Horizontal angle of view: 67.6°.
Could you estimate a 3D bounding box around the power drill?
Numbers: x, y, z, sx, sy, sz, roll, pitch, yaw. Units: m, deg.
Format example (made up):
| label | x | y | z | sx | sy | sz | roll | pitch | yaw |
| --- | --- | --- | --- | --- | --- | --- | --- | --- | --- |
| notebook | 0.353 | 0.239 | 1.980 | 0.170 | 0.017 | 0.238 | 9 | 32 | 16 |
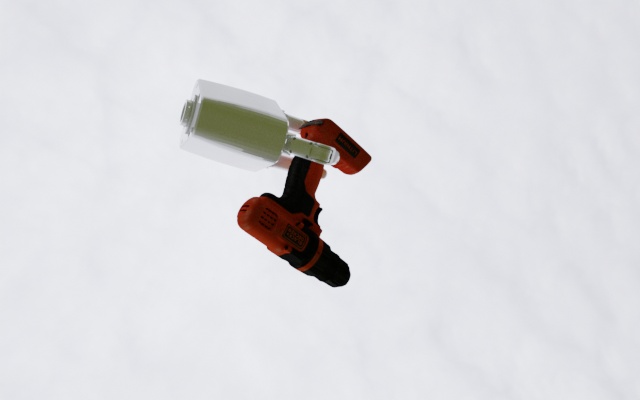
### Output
| label | x | y | z | sx | sy | sz | roll | pitch | yaw |
| --- | --- | --- | --- | --- | --- | --- | --- | --- | --- |
| power drill | 0.000 | 0.002 | 0.629 | 0.184 | 0.187 | 0.057 | 39 | -26 | -31 |
